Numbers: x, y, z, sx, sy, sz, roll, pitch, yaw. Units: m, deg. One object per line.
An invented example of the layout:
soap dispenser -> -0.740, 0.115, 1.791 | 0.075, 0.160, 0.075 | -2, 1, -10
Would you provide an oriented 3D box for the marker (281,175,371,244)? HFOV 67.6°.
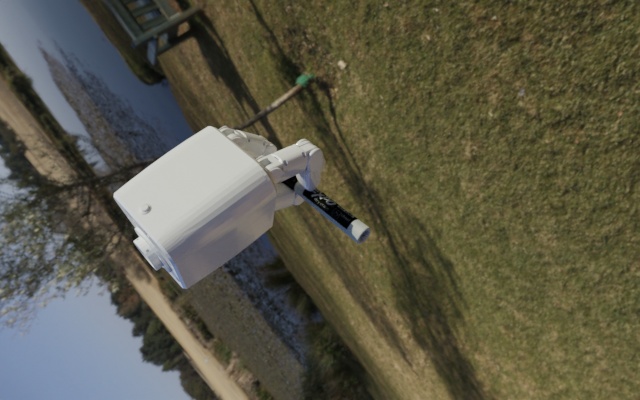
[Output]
marker -> 0.000, 0.002, 0.482 | 0.121, 0.020, 0.020 | 38, 21, 29
